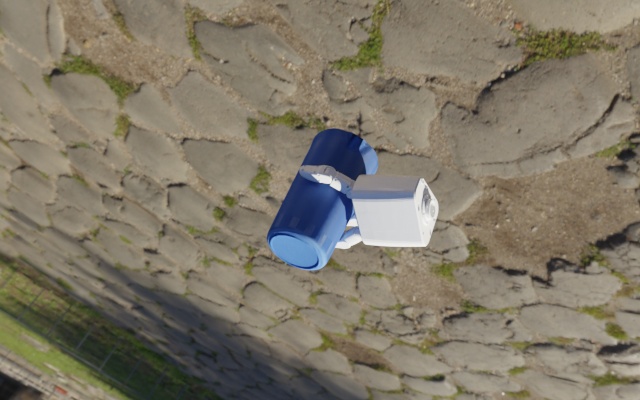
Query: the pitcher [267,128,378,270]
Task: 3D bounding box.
[{"bbox_3d":[0.000,0.003,0.846,0.145,0.242,0.149,2,-43,31],"label":"pitcher"}]
